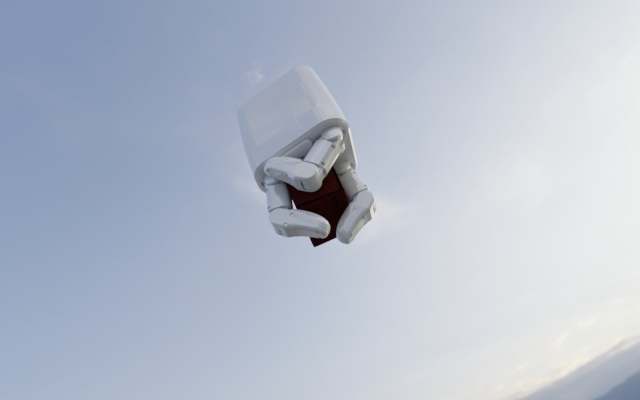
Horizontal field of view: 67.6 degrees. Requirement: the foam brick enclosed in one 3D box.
[{"bbox_3d":[0.000,0.002,0.506,0.053,0.051,0.078,-23,-37,-2],"label":"foam brick"}]
